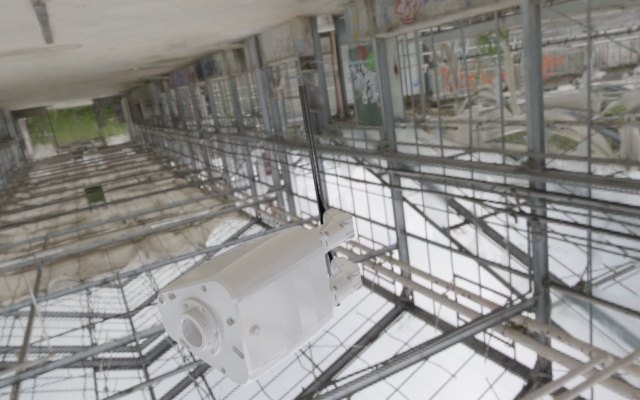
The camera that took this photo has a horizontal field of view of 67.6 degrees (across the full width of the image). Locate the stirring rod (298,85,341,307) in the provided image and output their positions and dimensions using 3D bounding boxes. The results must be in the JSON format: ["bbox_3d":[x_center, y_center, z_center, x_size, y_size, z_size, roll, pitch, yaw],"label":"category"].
[{"bbox_3d":[0.000,0.002,0.502,0.011,0.239,0.011,-8,15,2],"label":"stirring rod"}]
